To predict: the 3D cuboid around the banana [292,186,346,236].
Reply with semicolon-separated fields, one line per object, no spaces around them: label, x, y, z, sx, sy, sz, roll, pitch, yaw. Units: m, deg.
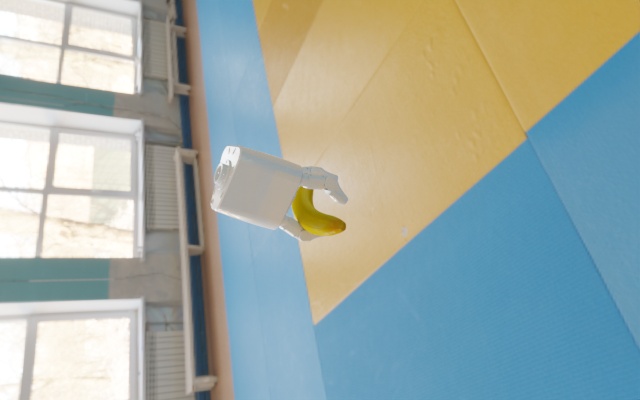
banana;-0.013;0.015;0.795;0.037;0.069;0.197;34;14;-28
